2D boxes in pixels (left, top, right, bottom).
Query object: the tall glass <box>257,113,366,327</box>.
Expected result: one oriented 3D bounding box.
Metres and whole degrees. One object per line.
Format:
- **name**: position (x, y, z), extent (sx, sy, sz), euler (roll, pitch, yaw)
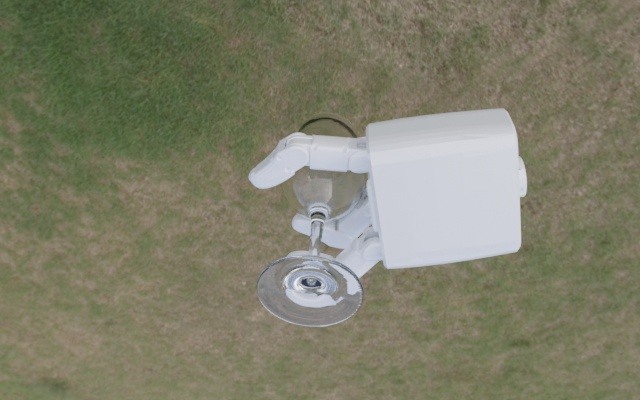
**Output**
- **tall glass**: position (0.000, 0.002, 0.404), extent (0.079, 0.079, 0.200), euler (0, 39, 5)
